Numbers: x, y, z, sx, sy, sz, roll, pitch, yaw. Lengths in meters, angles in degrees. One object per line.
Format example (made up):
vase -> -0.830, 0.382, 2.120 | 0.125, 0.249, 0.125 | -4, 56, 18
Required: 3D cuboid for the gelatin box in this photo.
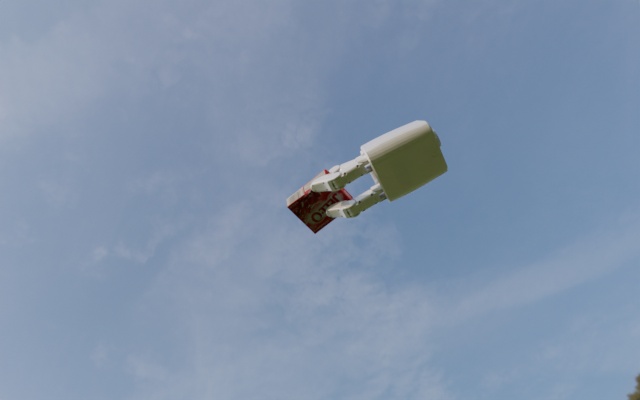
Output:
gelatin box -> 0.000, 0.003, 0.791 | 0.089, 0.073, 0.030 | -37, 27, 15
